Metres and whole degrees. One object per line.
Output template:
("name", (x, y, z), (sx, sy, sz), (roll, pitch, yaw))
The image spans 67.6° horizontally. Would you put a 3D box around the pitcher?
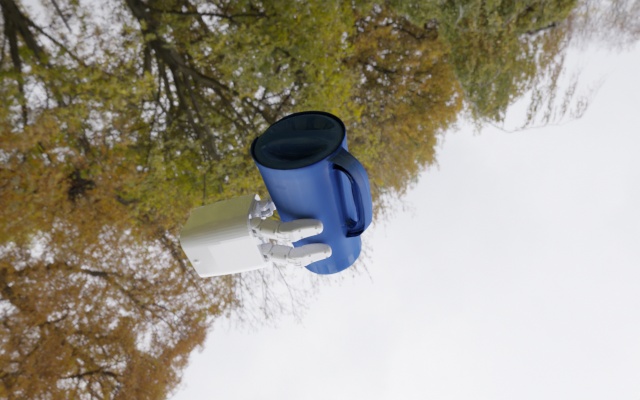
("pitcher", (0.000, 0.002, 0.712), (0.145, 0.243, 0.149), (-13, 41, 3))
